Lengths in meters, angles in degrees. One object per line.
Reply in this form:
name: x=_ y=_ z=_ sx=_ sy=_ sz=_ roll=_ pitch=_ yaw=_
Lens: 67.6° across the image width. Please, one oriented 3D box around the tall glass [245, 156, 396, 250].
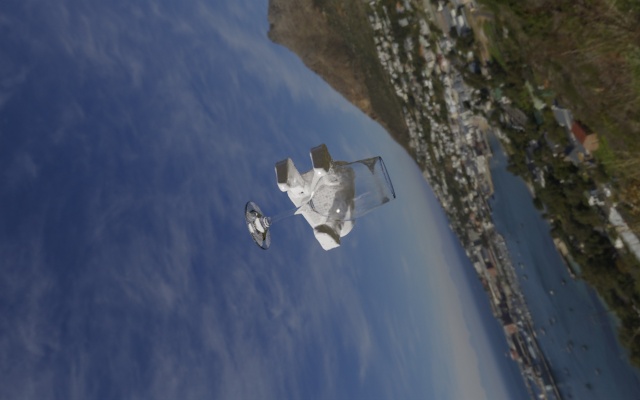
tall glass: x=-0.001 y=0.003 z=0.668 sx=0.201 sy=0.079 sz=0.079 roll=-20 pitch=-5 yaw=13
